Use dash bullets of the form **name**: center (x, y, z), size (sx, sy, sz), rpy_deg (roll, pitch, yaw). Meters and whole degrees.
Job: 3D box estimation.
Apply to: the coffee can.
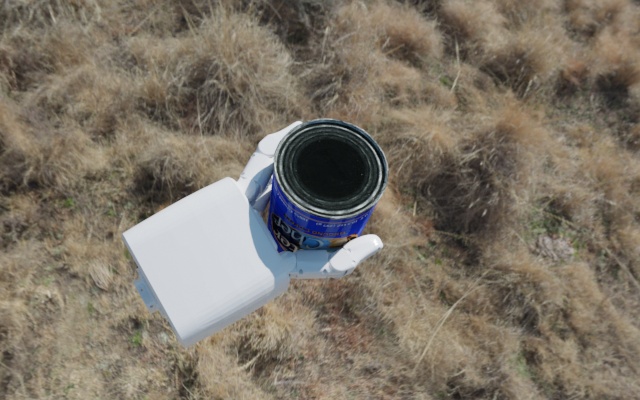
- **coffee can**: center (0.000, 0.002, 0.477), size (0.103, 0.102, 0.140), rpy_deg (0, -27, -9)
